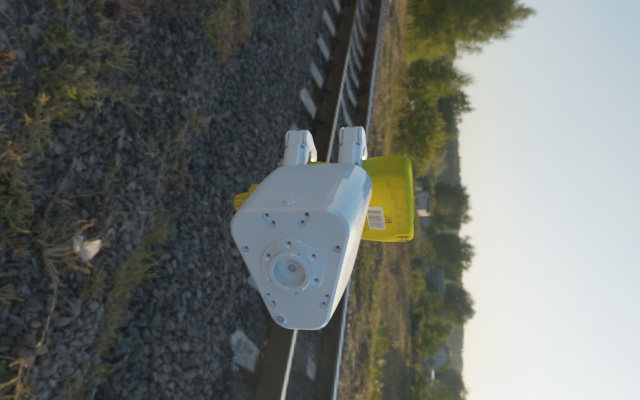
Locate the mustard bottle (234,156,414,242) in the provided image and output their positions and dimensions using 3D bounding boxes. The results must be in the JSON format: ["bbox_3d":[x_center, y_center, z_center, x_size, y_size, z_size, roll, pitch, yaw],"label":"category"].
[{"bbox_3d":[0.000,0.001,0.504,0.191,0.058,0.096,-1,-44,14],"label":"mustard bottle"}]
